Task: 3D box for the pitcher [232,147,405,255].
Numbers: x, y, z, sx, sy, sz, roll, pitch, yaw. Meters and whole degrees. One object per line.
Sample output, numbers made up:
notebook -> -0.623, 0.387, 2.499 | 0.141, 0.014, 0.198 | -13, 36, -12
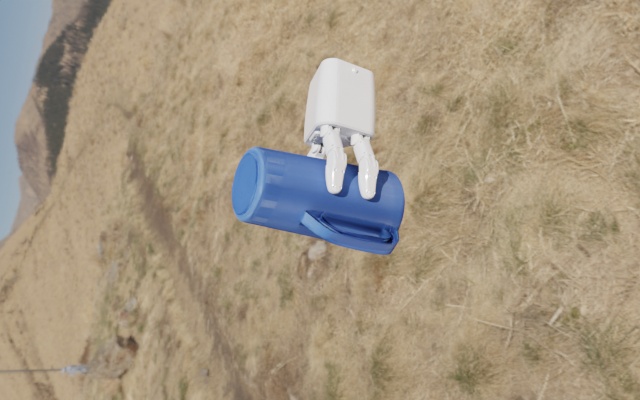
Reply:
pitcher -> 0.000, 0.002, 0.714 | 0.243, 0.145, 0.149 | 11, -13, -29
